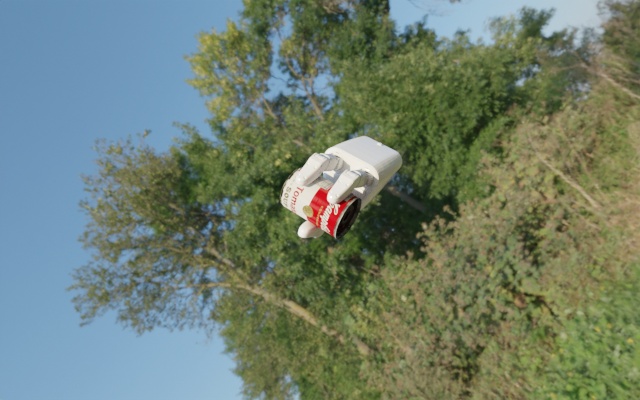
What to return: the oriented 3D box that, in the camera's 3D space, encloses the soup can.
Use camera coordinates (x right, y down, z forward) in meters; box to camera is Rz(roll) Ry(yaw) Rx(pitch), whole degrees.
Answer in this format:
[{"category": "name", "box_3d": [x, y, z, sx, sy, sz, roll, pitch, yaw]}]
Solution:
[{"category": "soup can", "box_3d": [0.000, 0.002, 0.703, 0.102, 0.068, 0.068, 30, 11, 20]}]
